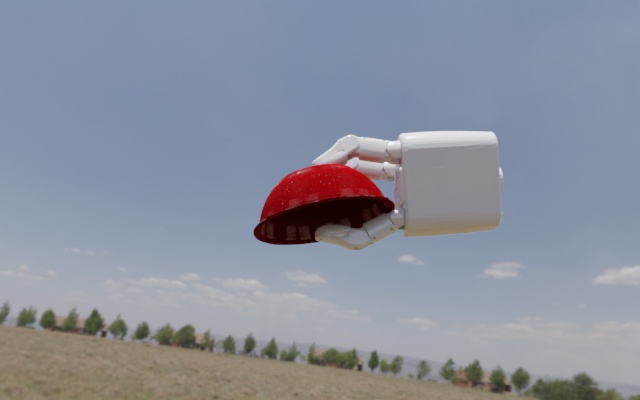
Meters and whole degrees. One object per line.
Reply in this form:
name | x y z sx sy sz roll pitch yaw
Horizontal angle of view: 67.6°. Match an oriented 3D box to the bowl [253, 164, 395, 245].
bowl | -0.001 0.002 0.545 0.162 0.055 0.162 -11 -18 -4
